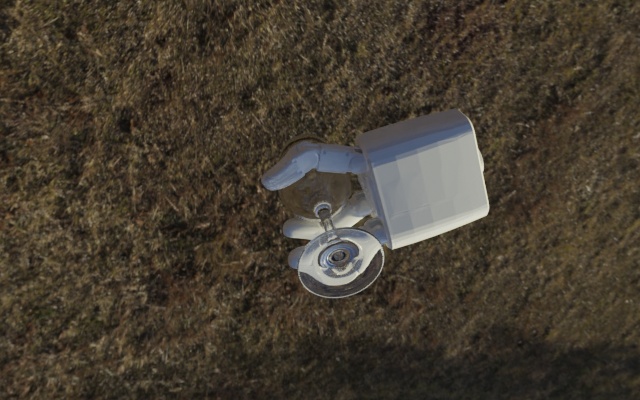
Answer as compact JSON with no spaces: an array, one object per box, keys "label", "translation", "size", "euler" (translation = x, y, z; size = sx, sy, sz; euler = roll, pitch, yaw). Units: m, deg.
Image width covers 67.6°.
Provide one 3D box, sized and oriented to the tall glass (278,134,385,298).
[{"label":"tall glass","translation":[0.000,0.002,0.477],"size":[0.079,0.079,0.201],"euler":[0,31,-12]}]
